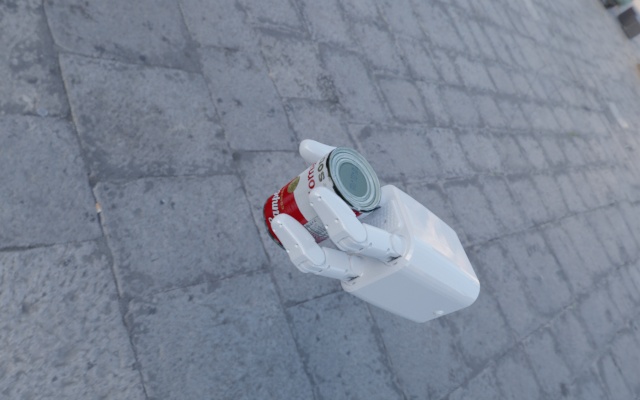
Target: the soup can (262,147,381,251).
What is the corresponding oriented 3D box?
[{"bbox_3d":[0.000,0.001,0.460,0.068,0.068,0.102,0,-25,-45],"label":"soup can"}]
